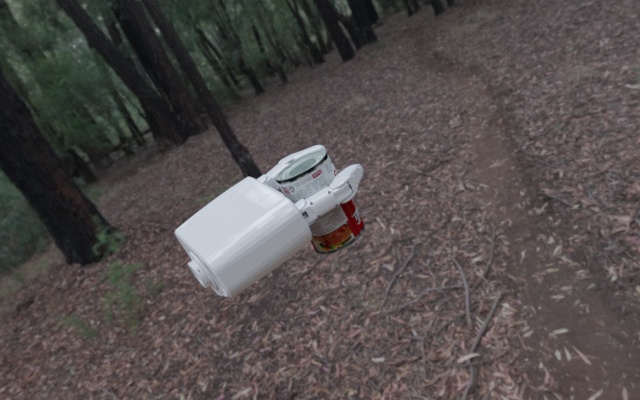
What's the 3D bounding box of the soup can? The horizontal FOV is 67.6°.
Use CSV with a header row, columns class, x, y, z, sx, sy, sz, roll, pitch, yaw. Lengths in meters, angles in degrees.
class,x,y,z,sx,sy,sz,roll,pitch,yaw
soup can,0.000,0.001,0.554,0.068,0.102,0.068,-25,20,10
